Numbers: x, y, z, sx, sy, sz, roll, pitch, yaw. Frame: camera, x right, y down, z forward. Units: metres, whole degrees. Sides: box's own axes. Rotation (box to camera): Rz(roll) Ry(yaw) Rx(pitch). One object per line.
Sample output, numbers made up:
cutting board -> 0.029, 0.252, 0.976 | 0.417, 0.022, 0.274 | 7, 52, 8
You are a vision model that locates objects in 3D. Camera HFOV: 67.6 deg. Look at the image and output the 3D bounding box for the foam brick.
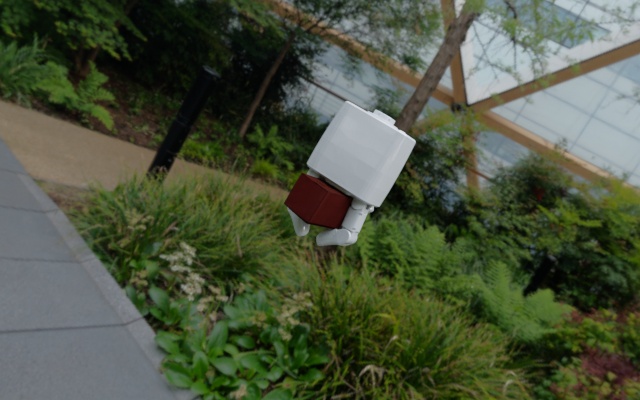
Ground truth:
foam brick -> 0.000, 0.002, 0.650 | 0.053, 0.051, 0.078 | 38, 12, 32
